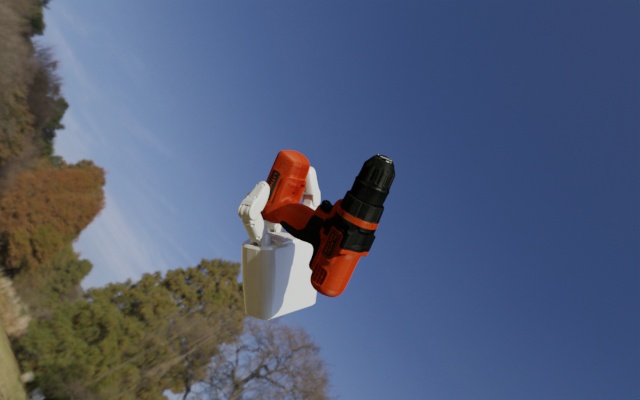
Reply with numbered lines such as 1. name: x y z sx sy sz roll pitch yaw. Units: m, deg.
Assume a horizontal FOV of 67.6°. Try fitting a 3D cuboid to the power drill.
1. power drill: 0.000 0.002 0.617 0.057 0.184 0.187 13 17 -42
